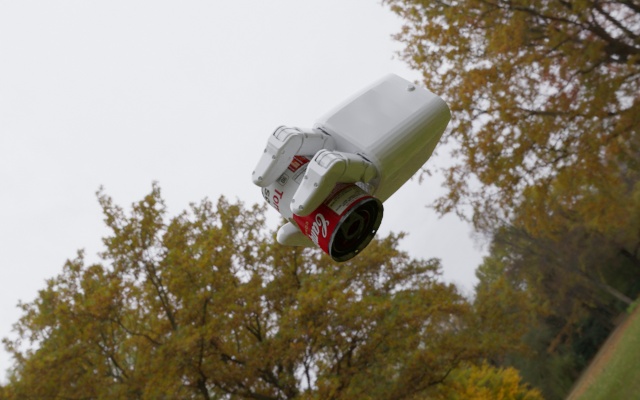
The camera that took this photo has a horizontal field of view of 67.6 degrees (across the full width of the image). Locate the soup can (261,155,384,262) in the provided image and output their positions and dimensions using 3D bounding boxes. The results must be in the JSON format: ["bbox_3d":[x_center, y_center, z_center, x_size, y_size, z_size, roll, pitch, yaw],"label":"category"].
[{"bbox_3d":[0.000,0.002,0.453,0.102,0.068,0.068,38,22,32],"label":"soup can"}]
